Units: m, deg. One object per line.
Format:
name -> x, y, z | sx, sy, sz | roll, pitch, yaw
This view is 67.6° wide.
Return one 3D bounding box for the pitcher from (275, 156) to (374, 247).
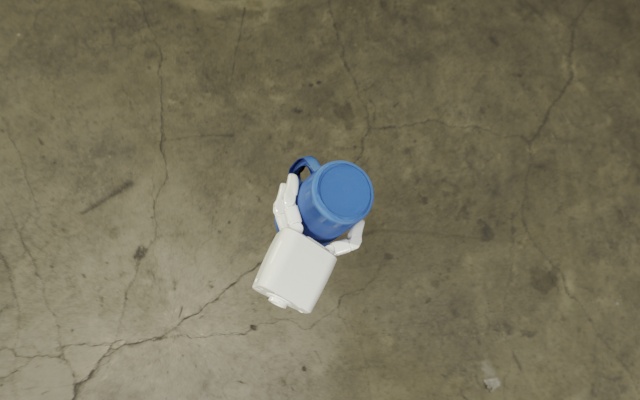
pitcher -> 0.000, 0.003, 0.867 | 0.149, 0.145, 0.243 | 30, -20, -8
